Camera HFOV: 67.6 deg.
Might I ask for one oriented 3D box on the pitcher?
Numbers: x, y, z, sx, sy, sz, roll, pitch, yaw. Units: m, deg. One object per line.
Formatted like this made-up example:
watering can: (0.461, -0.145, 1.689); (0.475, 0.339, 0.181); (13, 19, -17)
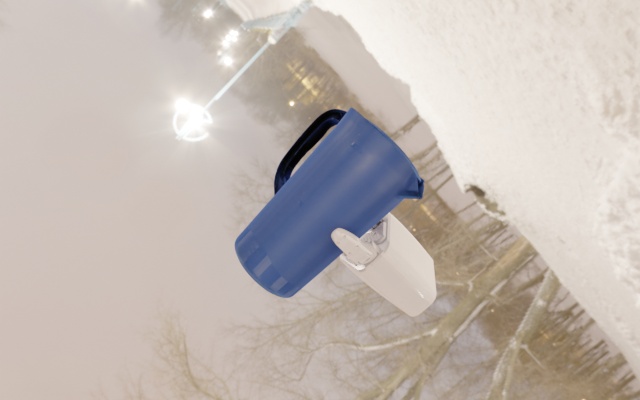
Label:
pitcher: (0.000, 0.002, 0.624); (0.145, 0.243, 0.149); (43, 8, -15)
